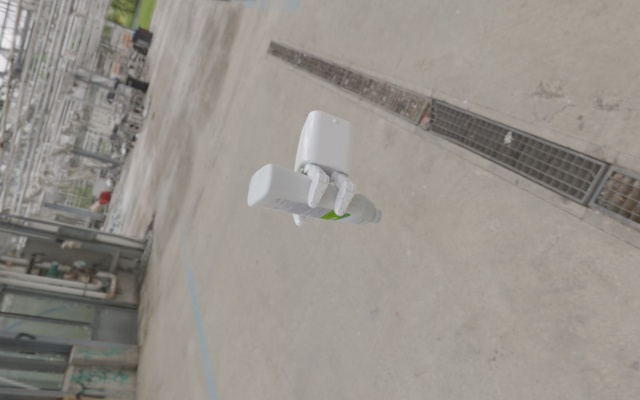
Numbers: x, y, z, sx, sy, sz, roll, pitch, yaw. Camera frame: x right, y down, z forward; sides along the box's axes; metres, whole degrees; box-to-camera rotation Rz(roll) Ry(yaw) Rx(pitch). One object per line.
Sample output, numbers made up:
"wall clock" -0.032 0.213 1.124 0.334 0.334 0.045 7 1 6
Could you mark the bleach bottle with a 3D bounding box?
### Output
"bleach bottle" 0.000 0.003 0.887 0.251 0.068 0.102 16 -21 -26
